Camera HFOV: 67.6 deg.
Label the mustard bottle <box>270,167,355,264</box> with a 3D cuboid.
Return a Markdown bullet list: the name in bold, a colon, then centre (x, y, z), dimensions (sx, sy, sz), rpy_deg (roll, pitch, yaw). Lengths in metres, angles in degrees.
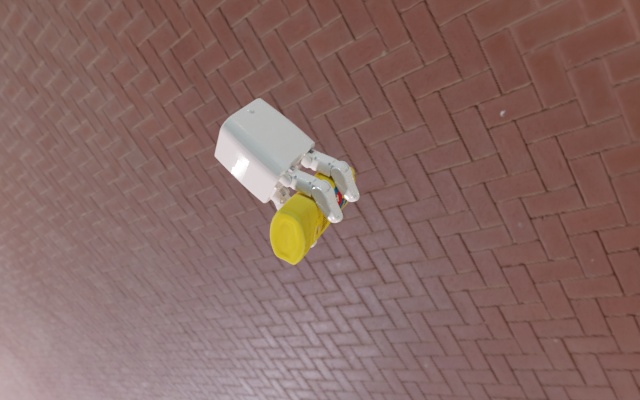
- **mustard bottle**: centre (0.000, 0.003, 0.704), dimensions (0.058, 0.096, 0.191), rpy_deg (23, 42, 19)
